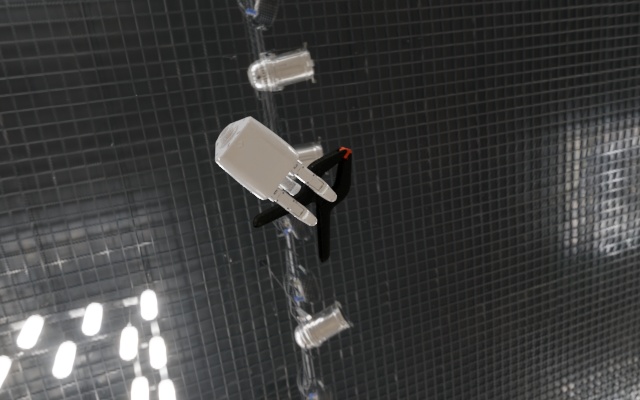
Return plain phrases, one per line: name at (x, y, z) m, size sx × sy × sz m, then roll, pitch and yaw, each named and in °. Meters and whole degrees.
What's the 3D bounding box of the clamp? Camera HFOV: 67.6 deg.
clamp at (0.000, 0.002, 0.860) m, size 0.165 × 0.210 × 0.036 m, roll 39°, pitch -3°, yaw -28°
